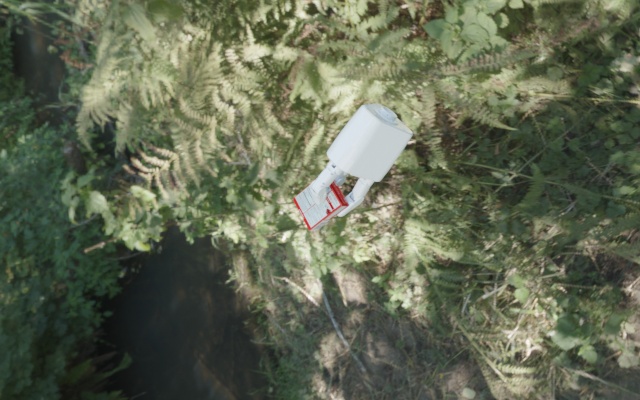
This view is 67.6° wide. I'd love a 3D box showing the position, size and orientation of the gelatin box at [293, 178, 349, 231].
[{"bbox_3d":[0.000,0.003,0.887,0.089,0.073,0.030,-39,-22,26],"label":"gelatin box"}]
